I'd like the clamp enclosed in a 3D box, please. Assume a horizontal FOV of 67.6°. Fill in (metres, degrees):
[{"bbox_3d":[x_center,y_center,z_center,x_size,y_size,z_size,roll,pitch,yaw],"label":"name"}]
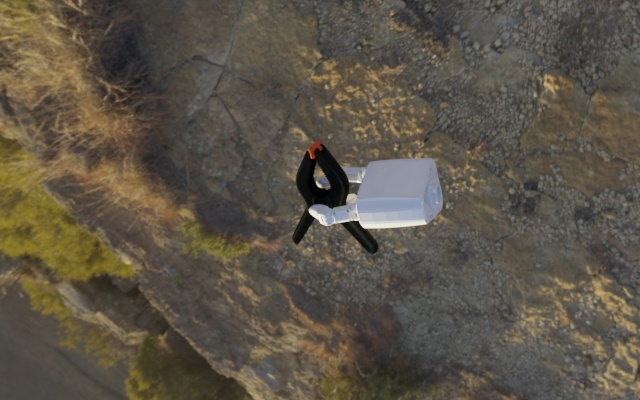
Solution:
[{"bbox_3d":[0.000,0.003,0.814,0.164,0.210,0.036,-3,29,29],"label":"clamp"}]
